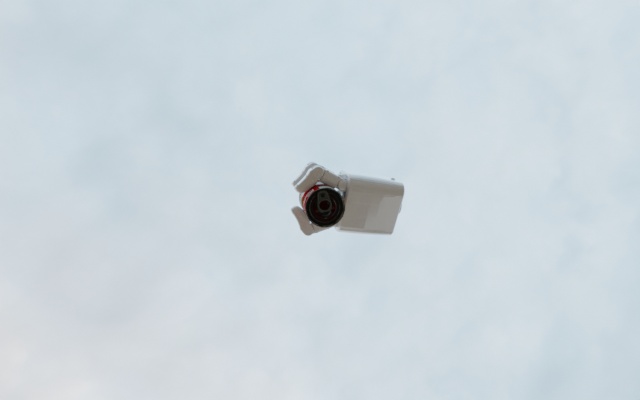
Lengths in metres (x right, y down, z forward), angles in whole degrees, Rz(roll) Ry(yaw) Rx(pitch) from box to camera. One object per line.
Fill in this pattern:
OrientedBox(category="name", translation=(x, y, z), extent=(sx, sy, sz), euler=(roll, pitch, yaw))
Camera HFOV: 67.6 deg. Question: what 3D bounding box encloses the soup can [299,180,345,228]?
OrientedBox(category="soup can", translation=(0.000, 0.003, 0.843), extent=(0.068, 0.068, 0.102), euler=(0, 11, -9))
